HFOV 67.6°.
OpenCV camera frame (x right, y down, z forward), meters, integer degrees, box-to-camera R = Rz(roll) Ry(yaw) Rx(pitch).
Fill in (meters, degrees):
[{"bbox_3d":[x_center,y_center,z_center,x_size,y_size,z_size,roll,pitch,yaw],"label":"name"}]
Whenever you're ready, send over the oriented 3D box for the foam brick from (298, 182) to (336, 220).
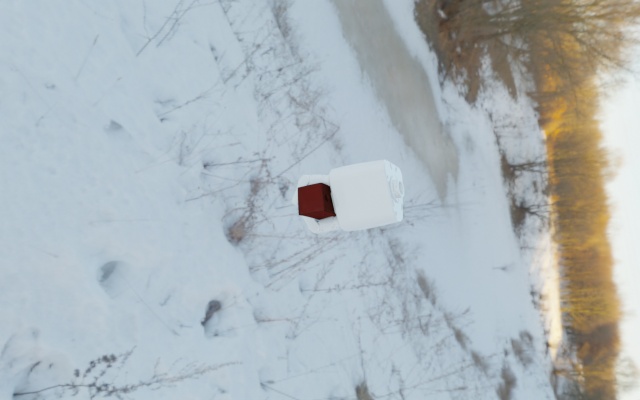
[{"bbox_3d":[0.000,0.003,0.863,0.051,0.053,0.078,-11,-13,28],"label":"foam brick"}]
